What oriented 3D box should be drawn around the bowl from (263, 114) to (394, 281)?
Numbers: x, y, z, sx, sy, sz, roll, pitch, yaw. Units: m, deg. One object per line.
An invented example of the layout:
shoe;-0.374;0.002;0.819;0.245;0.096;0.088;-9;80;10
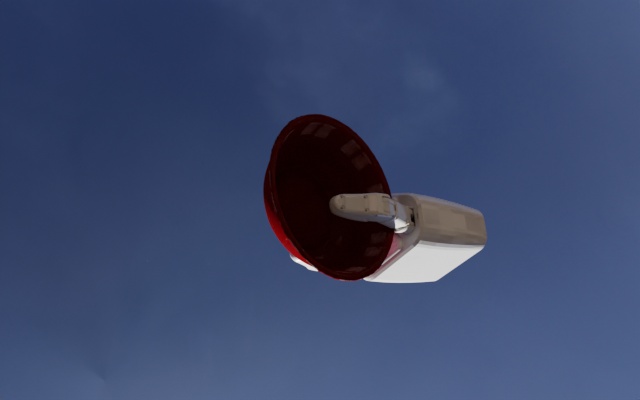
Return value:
bowl;-0.001;0.001;0.462;0.162;0.162;0.055;0;-16;-45
